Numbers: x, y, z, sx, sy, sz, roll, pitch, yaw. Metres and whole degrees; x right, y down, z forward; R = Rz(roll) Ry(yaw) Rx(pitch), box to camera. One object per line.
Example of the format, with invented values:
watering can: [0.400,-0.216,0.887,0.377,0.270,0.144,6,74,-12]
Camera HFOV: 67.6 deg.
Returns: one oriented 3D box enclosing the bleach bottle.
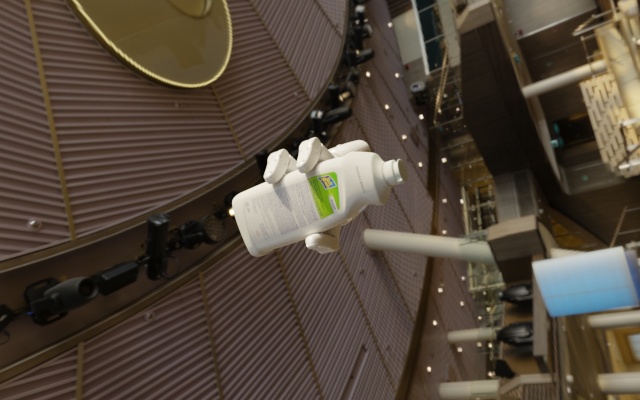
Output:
bleach bottle: [0.000,0.002,0.648,0.251,0.102,0.068,-17,7,30]
